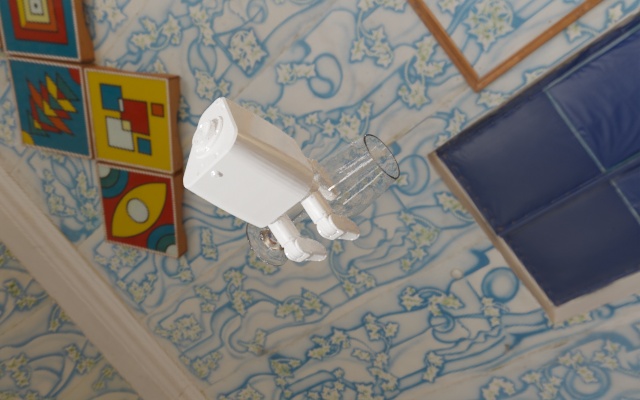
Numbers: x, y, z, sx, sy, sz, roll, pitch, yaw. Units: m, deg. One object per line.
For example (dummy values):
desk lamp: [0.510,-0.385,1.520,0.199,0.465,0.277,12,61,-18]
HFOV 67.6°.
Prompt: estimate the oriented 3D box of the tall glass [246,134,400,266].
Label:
tall glass: [0.000,0.002,0.585,0.201,0.079,0.079,-36,-19,28]
